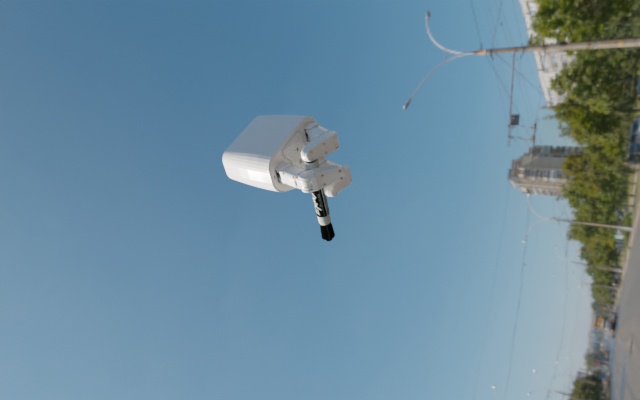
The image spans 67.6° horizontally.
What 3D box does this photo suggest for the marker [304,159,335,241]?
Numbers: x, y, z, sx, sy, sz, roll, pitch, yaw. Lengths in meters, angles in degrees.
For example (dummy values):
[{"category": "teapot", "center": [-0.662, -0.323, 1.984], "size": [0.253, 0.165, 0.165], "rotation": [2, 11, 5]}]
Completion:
[{"category": "marker", "center": [0.000, 0.002, 0.633], "size": [0.020, 0.121, 0.020], "rotation": [-10, 28, 5]}]
